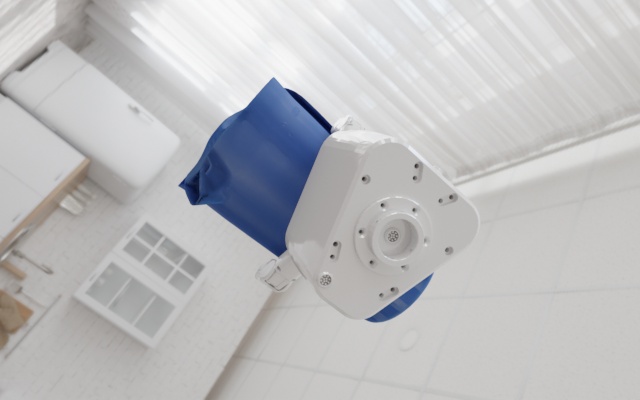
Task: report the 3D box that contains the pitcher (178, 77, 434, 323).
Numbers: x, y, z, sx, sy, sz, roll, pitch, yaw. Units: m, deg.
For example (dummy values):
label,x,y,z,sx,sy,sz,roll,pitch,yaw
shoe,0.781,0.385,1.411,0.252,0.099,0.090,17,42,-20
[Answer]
label,x,y,z,sx,sy,sz,roll,pitch,yaw
pitcher,0.000,0.002,0.474,0.243,0.149,0.145,41,-2,-14
